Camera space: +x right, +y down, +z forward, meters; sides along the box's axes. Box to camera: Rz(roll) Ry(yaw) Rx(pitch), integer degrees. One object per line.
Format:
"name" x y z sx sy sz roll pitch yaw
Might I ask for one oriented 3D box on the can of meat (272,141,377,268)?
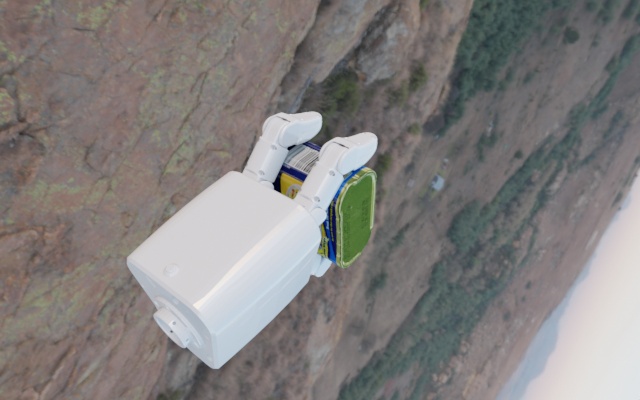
"can of meat" 0.000 0.002 0.426 0.084 0.102 0.057 27 51 29
